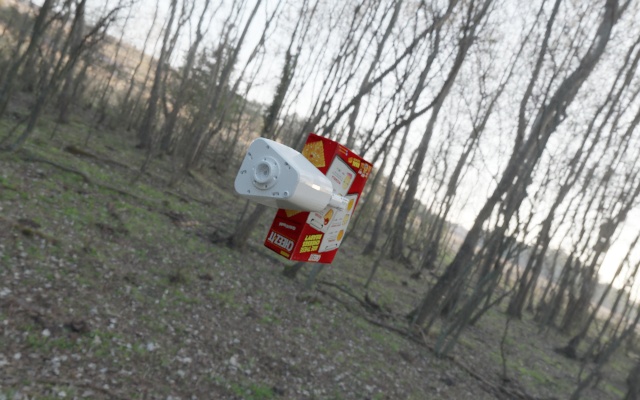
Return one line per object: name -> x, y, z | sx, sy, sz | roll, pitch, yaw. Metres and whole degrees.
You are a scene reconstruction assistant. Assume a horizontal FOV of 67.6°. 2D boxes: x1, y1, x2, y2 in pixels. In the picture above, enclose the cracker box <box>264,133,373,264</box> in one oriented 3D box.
cracker box -> 0.000, 0.003, 0.876 | 0.072, 0.214, 0.164 | 25, 3, 29
